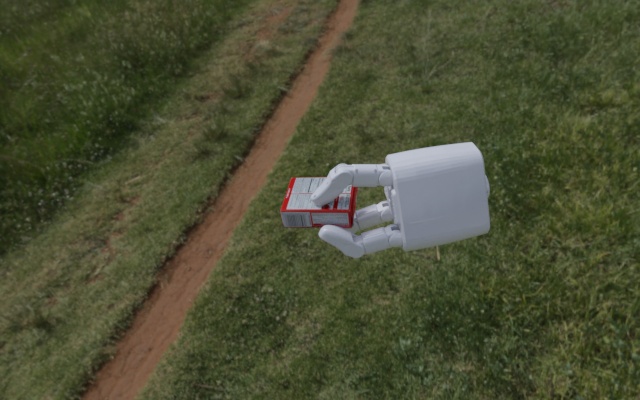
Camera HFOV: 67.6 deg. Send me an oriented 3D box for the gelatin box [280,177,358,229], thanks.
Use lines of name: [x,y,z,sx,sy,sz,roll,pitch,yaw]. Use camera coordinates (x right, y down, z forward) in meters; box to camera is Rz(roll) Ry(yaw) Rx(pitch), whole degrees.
gelatin box: [0.000,0.002,0.603,0.089,0.030,0.073,0,37,10]
